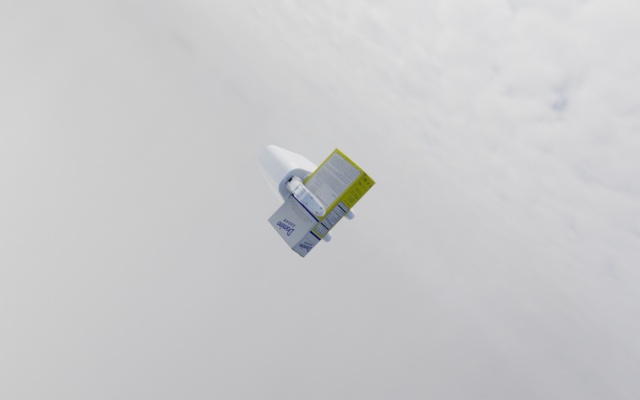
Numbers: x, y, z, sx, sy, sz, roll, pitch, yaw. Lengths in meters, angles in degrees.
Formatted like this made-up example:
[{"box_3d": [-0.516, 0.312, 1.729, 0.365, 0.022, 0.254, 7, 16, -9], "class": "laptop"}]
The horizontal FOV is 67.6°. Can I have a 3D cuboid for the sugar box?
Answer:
[{"box_3d": [0.000, 0.003, 0.815, 0.048, 0.176, 0.093, 40, 4, -46], "class": "sugar box"}]
